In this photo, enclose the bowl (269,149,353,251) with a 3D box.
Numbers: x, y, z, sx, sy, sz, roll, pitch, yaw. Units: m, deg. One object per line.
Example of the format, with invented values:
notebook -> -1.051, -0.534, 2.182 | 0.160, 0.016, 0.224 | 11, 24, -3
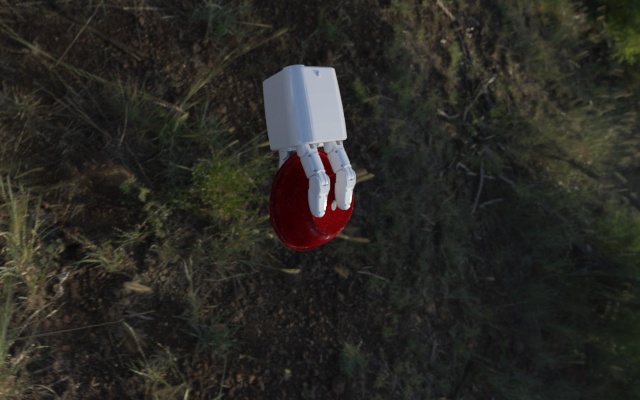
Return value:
bowl -> 0.001, 0.004, 0.726 | 0.055, 0.162, 0.162 | 11, 7, 43
